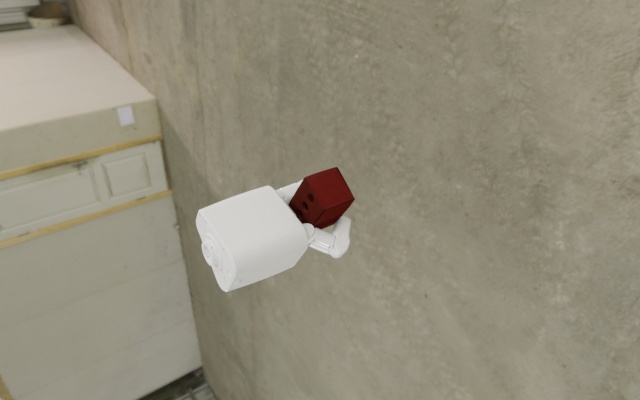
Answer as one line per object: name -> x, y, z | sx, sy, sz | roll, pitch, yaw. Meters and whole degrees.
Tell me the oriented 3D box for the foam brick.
foam brick -> 0.000, 0.002, 0.635 | 0.051, 0.053, 0.078 | -18, -21, -31
